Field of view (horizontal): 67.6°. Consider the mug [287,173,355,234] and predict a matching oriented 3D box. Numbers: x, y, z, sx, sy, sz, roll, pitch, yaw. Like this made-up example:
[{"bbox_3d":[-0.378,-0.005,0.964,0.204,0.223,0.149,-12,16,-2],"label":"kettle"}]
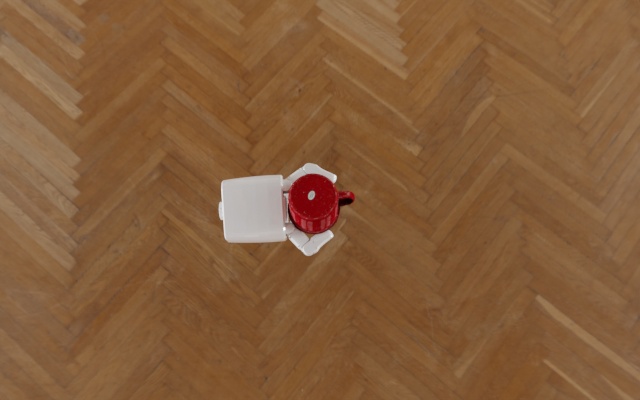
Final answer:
[{"bbox_3d":[0.002,0.003,0.803,0.117,0.093,0.081,-6,-15,-1],"label":"mug"}]
